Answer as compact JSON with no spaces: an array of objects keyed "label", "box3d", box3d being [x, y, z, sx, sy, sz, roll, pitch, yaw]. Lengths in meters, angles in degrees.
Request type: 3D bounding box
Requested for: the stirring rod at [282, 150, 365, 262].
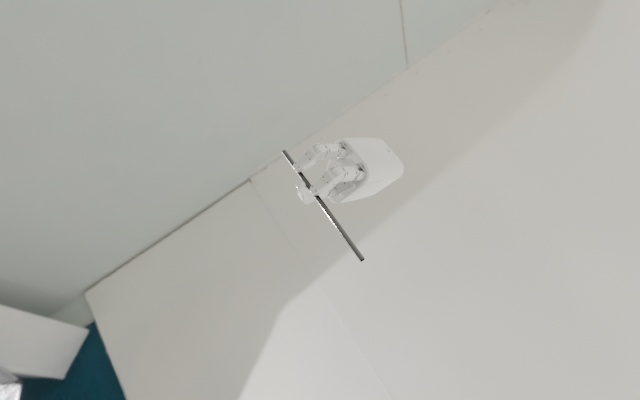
[{"label":"stirring rod","box3d":[0.000,0.003,0.772,0.011,0.239,0.011,-28,-27,-16]}]
